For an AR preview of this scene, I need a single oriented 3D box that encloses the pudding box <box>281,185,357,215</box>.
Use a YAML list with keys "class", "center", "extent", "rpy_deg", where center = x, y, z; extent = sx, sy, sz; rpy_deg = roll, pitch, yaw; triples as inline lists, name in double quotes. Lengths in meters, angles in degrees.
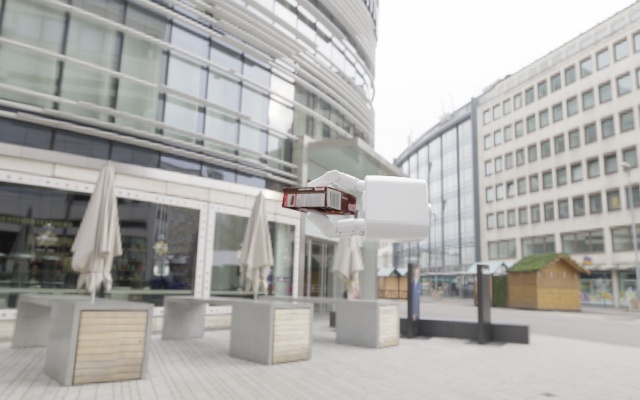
- class: "pudding box"
  center: [0.000, 0.003, 0.831]
  extent: [0.090, 0.039, 0.113]
  rpy_deg: [-2, -11, 29]
